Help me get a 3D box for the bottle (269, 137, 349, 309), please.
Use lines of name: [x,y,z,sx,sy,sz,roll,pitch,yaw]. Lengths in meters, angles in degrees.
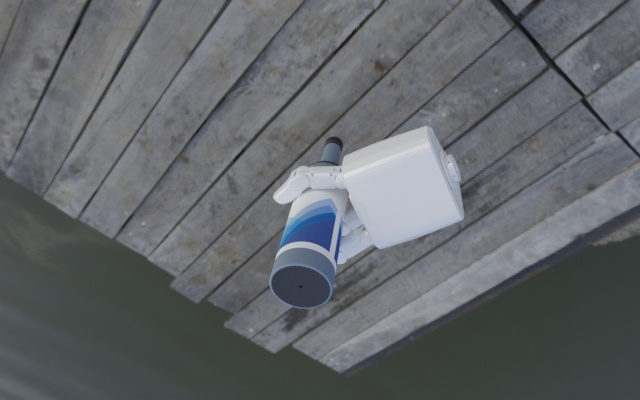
bottle: [0.000,0.002,0.607,0.069,0.069,0.295,0,36,10]
